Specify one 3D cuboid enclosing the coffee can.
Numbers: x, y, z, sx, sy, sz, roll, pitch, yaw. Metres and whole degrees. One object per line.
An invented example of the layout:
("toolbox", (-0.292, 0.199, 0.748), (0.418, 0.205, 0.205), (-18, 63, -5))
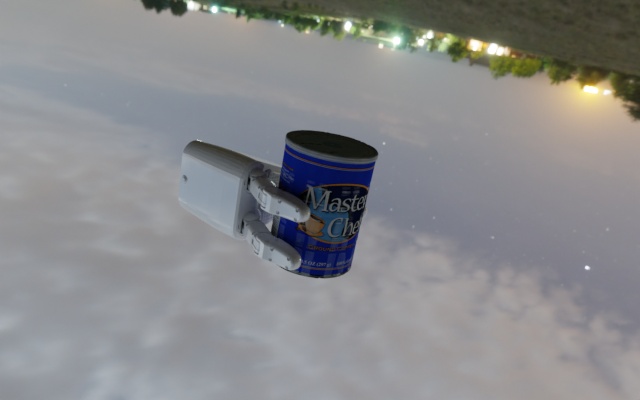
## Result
("coffee can", (0.000, 0.002, 0.542), (0.103, 0.140, 0.102), (10, 20, -4))
